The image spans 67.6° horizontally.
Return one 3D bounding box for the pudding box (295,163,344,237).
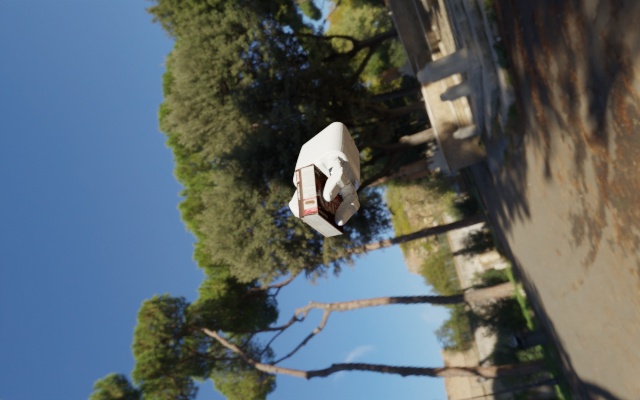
[{"bbox_3d":[0.000,0.003,0.795,0.039,0.090,0.113,-16,-26,21],"label":"pudding box"}]
